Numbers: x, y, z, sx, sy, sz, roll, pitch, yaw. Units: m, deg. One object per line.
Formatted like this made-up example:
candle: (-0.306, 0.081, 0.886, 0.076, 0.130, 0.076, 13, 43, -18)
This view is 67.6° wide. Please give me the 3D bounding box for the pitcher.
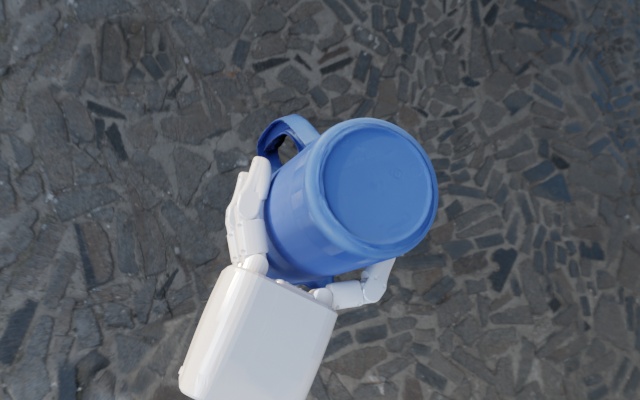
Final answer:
pitcher: (0.000, 0.002, 0.454, 0.149, 0.145, 0.243, 25, -18, -12)
